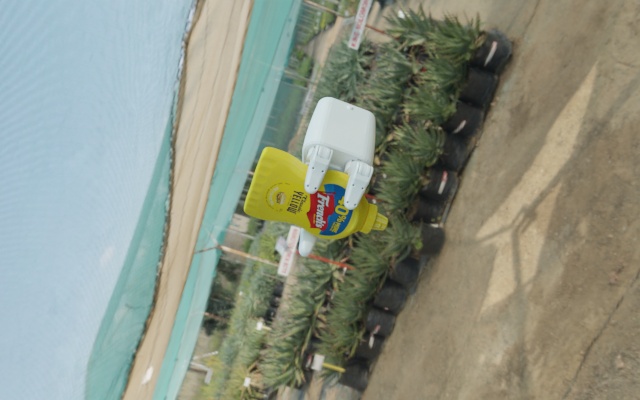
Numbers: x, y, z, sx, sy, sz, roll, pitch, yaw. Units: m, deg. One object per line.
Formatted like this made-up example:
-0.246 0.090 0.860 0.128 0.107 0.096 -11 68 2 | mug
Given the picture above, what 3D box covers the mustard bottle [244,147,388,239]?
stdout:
0.000 0.002 0.646 0.191 0.096 0.058 19 25 -7 | mustard bottle
